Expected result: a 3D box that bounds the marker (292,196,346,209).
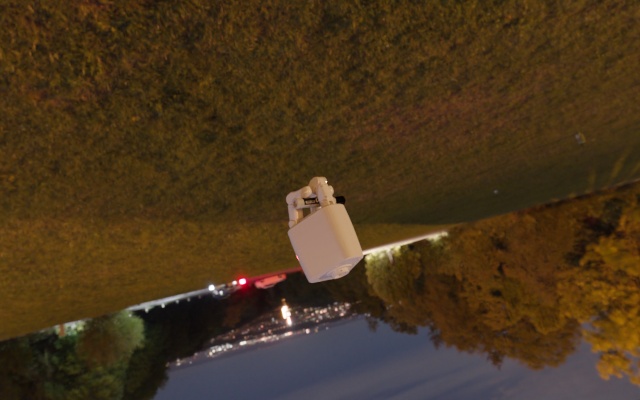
[{"bbox_3d":[0.000,0.003,0.887,0.121,0.020,0.020,-3,2,-40],"label":"marker"}]
